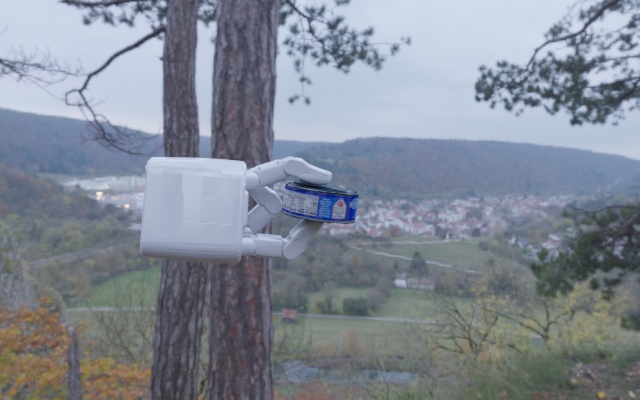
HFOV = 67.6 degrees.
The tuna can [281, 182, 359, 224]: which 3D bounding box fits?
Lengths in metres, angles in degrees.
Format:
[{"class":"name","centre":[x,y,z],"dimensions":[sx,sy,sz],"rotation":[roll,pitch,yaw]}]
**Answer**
[{"class":"tuna can","centre":[0.000,0.001,0.541],"dimensions":[0.086,0.034,0.086],"rotation":[8,6,-1]}]
